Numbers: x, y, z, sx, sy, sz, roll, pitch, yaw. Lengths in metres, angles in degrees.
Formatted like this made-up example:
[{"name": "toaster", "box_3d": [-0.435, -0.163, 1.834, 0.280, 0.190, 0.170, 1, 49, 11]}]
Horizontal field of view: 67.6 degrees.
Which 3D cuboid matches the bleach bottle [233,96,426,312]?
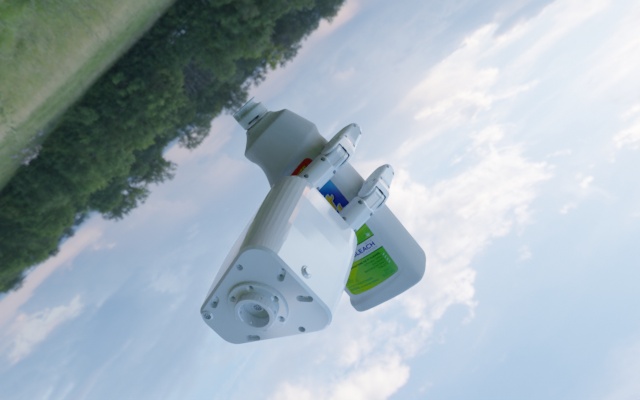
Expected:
[{"name": "bleach bottle", "box_3d": [0.000, 0.002, 0.502, 0.102, 0.251, 0.068, -34, 17, 28]}]
